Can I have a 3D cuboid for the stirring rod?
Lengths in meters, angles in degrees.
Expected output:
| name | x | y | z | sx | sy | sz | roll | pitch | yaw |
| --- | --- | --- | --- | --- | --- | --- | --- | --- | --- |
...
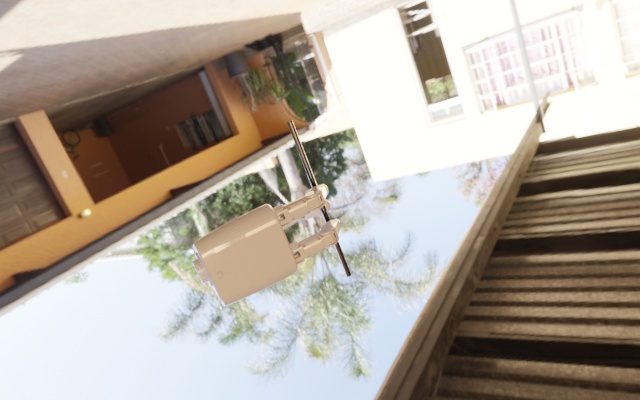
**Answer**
| name | x | y | z | sx | sy | sz | roll | pitch | yaw |
| --- | --- | --- | --- | --- | --- | --- | --- | --- | --- |
| stirring rod | 0.000 | 0.002 | 0.673 | 0.011 | 0.239 | 0.011 | -20 | 15 | 6 |
